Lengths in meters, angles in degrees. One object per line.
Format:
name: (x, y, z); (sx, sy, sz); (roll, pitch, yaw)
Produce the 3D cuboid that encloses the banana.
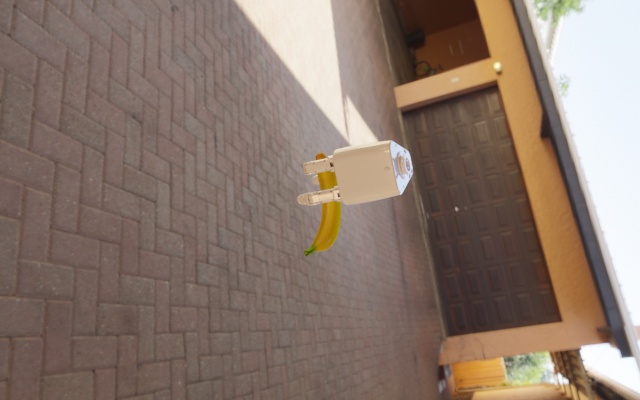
banana: (0.011, 0.010, 0.904); (0.037, 0.197, 0.070); (-5, -15, 39)
